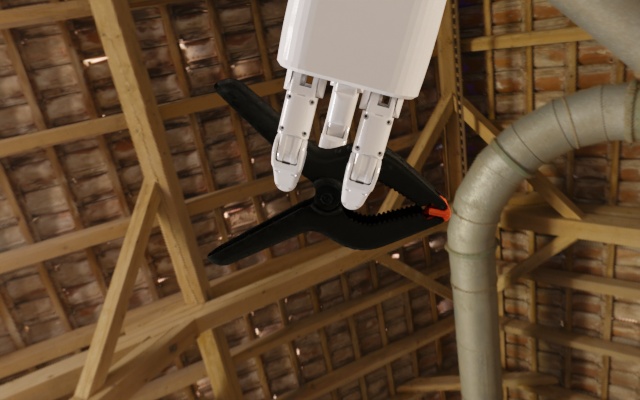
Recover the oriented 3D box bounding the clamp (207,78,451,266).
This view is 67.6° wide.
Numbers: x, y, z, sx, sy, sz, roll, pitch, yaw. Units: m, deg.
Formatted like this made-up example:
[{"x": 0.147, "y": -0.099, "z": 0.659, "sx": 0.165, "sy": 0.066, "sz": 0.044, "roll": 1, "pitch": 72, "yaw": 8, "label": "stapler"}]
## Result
[{"x": 0.001, "y": 0.001, "z": 0.407, "sx": 0.210, "sy": 0.165, "sz": 0.036, "roll": 15, "pitch": 21, "yaw": 0, "label": "clamp"}]
